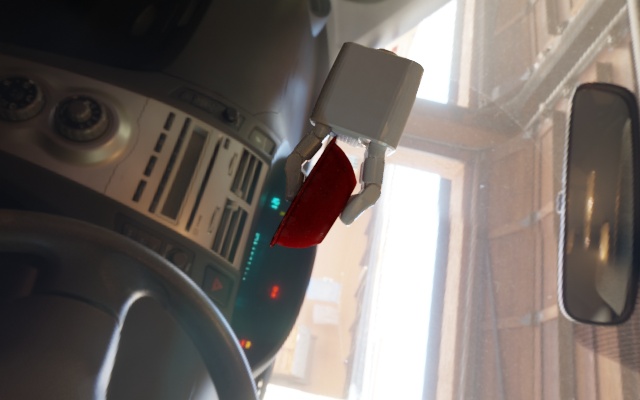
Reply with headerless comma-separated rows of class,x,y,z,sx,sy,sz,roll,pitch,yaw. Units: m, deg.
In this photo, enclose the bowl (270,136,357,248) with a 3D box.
bowl,0.000,0.003,0.604,0.055,0.162,0.162,31,0,0
